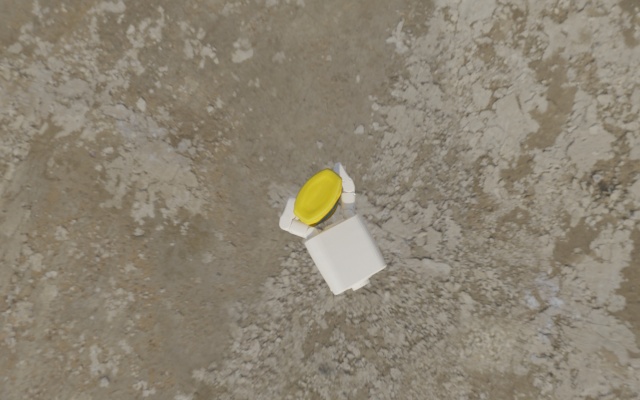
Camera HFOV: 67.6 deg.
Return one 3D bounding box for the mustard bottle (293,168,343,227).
[{"bbox_3d":[0.000,0.003,0.859,0.058,0.096,0.191,35,-4,7],"label":"mustard bottle"}]
